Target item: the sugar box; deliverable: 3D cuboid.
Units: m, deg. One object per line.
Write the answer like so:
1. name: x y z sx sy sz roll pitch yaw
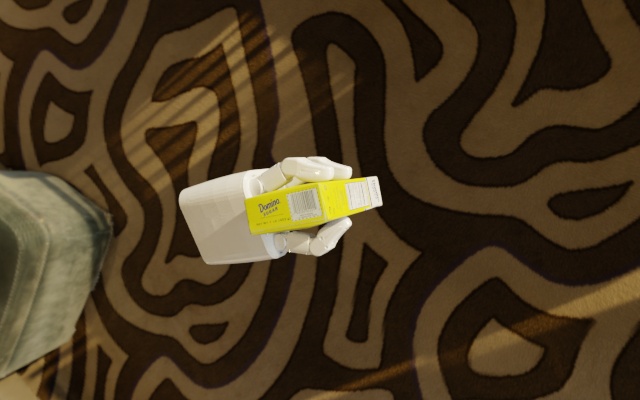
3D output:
1. sugar box: 0.000 0.001 0.557 0.093 0.048 0.176 -10 3 25
